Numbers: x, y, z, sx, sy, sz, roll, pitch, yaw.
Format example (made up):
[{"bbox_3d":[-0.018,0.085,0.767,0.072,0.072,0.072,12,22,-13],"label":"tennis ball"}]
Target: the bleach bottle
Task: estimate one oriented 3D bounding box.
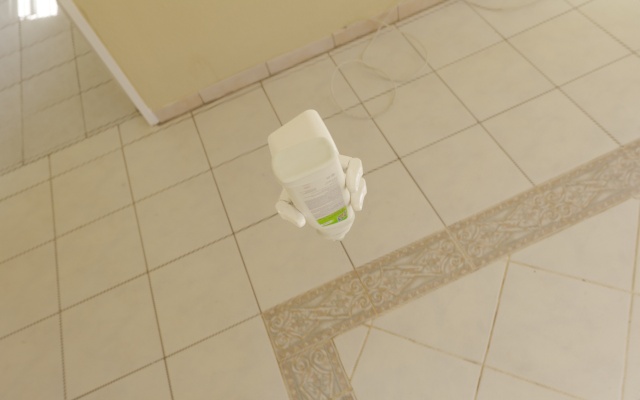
[{"bbox_3d":[0.000,0.003,0.812,0.102,0.068,0.251,-22,-35,-1],"label":"bleach bottle"}]
